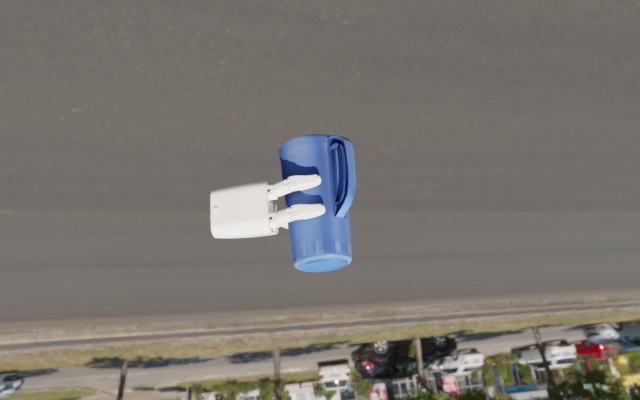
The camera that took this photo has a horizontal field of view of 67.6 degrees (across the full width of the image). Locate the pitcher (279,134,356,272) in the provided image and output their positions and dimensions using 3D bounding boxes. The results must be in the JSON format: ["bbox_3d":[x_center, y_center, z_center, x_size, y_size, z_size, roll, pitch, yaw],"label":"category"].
[{"bbox_3d":[0.000,0.003,0.899,0.145,0.242,0.149,-7,-21,3],"label":"pitcher"}]
